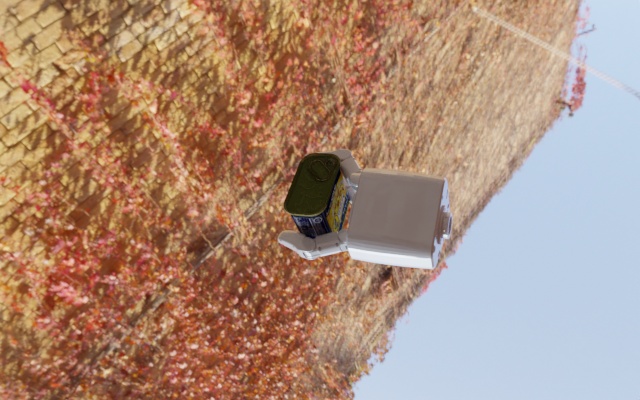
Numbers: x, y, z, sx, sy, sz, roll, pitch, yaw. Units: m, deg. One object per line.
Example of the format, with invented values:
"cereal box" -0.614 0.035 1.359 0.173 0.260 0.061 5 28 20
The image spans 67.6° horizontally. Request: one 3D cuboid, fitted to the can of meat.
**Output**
"can of meat" 0.000 0.002 0.636 0.057 0.102 0.084 4 -36 21
